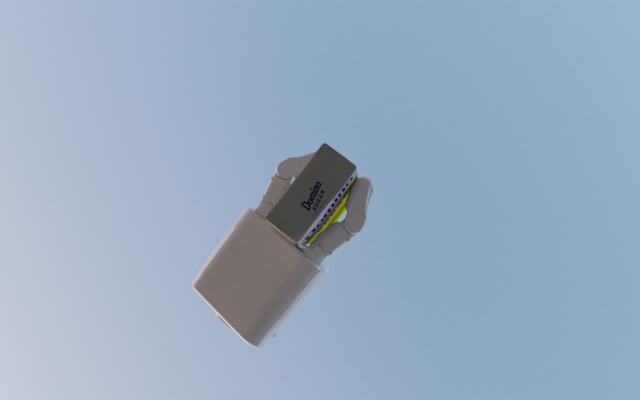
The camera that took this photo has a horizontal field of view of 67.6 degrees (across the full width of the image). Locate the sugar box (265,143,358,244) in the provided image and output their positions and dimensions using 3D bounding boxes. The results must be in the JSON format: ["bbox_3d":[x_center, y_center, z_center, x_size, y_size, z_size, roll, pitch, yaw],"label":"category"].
[{"bbox_3d":[0.000,0.002,0.522,0.048,0.093,0.176,38,0,6],"label":"sugar box"}]
